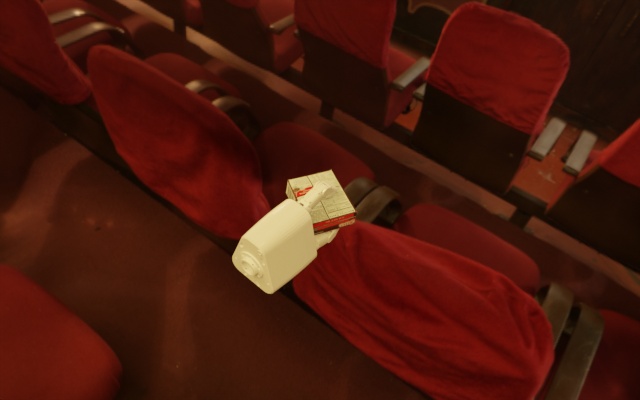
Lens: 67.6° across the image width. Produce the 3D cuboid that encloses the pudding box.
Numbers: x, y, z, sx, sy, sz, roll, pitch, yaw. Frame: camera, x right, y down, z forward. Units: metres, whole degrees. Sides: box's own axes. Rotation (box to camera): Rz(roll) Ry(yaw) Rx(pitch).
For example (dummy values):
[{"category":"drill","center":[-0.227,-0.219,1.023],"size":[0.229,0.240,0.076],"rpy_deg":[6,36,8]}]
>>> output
[{"category":"pudding box","center":[0.000,0.003,0.835],"size":[0.090,0.113,0.039],"rpy_deg":[-14,-37,-18]}]
